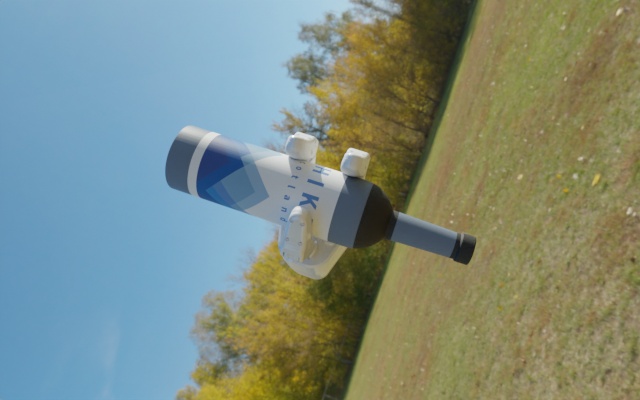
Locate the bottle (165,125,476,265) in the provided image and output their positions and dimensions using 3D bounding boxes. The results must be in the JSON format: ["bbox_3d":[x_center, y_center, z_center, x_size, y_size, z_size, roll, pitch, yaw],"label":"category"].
[{"bbox_3d":[0.000,0.001,0.459,0.295,0.069,0.069,18,3,8],"label":"bottle"}]
